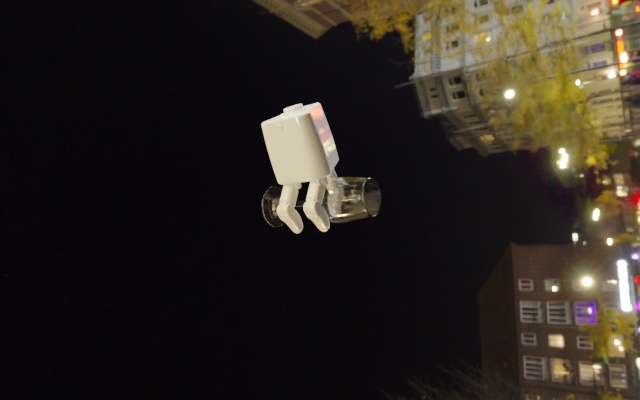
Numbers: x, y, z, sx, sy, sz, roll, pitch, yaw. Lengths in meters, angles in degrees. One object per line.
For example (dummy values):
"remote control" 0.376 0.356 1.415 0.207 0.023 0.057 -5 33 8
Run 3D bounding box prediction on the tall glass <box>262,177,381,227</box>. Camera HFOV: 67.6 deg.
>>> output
"tall glass" 0.000 0.003 0.812 0.201 0.079 0.079 -6 -3 34
